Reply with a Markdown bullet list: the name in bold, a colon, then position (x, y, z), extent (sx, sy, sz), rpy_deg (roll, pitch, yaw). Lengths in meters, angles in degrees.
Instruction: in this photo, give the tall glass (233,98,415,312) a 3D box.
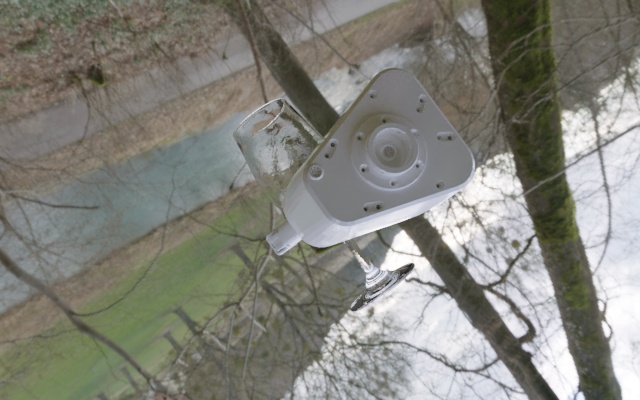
- **tall glass**: position (0.000, 0.002, 0.453), extent (0.079, 0.201, 0.079), rpy_deg (-36, -3, -2)
